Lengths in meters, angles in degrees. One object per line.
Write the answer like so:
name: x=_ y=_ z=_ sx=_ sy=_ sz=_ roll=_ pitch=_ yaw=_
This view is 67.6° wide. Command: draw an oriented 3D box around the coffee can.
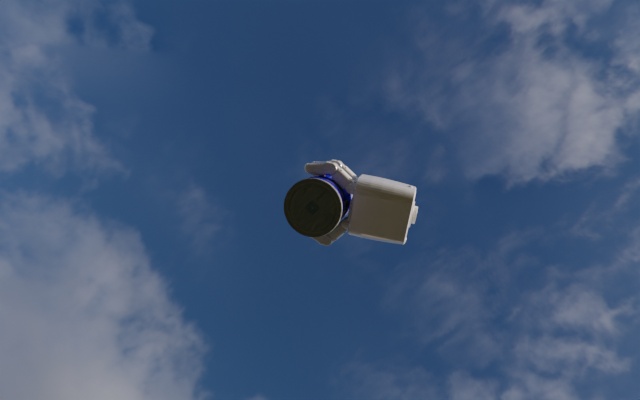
coffee can: x=0.000 y=0.003 z=0.881 sx=0.103 sy=0.103 sz=0.140 roll=0 pitch=8 yaw=12
